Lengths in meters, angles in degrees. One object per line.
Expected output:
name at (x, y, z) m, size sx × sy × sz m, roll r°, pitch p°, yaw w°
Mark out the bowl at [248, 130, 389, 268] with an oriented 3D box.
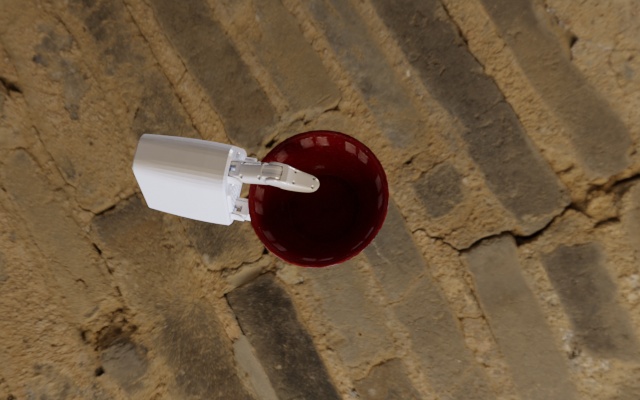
bowl at (0.001, 0.002, 0.560) m, size 0.162 × 0.162 × 0.055 m, roll 0°, pitch -16°, yaw 10°
